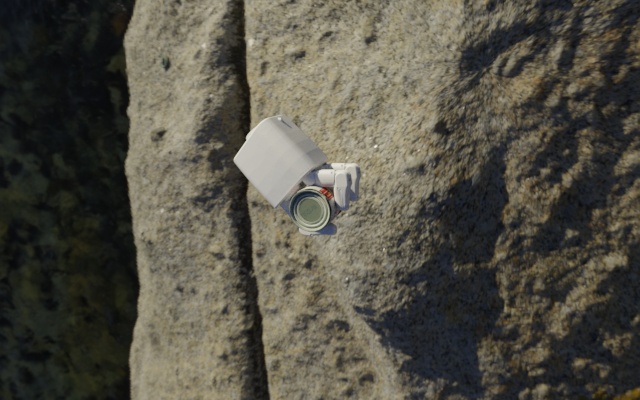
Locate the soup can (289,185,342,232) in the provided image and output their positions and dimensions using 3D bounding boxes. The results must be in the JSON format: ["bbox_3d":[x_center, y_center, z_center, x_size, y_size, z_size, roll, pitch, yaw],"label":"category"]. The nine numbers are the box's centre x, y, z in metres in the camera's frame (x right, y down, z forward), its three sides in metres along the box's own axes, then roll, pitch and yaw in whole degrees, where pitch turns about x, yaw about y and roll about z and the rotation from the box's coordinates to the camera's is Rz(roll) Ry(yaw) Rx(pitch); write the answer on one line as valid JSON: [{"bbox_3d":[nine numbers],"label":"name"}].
[{"bbox_3d":[0.000,0.003,0.746,0.068,0.068,0.102,0,15,19],"label":"soup can"}]
